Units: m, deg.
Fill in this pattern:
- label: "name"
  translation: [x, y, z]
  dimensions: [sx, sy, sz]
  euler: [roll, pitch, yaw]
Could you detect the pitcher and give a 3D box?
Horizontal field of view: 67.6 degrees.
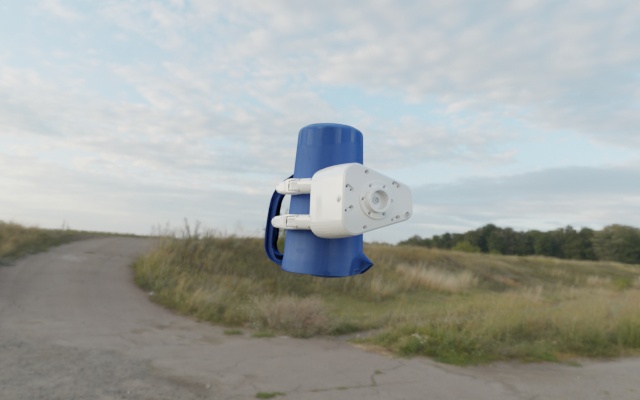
- label: "pitcher"
  translation: [0.000, 0.003, 0.785]
  dimensions: [0.149, 0.243, 0.145]
  euler: [5, -5, -21]
